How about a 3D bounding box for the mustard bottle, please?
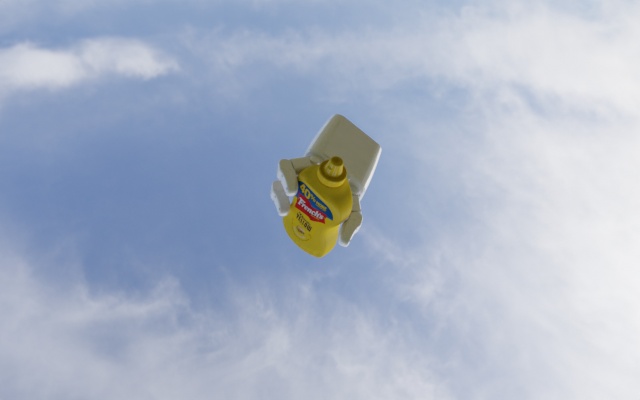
[{"bbox_3d":[0.000,0.003,0.716,0.058,0.096,0.192,-32,-22,-34],"label":"mustard bottle"}]
